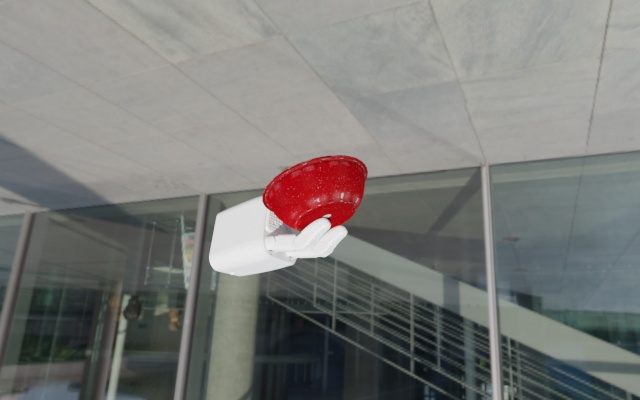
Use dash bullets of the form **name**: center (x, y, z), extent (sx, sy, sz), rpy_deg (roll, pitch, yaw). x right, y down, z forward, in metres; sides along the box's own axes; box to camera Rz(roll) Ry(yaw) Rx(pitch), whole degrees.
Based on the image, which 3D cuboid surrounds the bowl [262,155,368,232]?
- **bowl**: center (0.001, 0.002, 0.692), extent (0.162, 0.055, 0.162), rpy_deg (-15, -26, -8)
